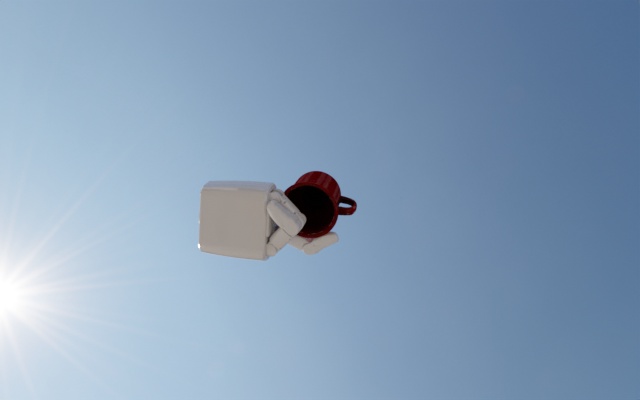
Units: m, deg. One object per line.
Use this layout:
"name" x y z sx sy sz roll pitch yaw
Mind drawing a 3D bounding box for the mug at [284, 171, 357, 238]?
"mug" 0.002 0.002 0.762 0.117 0.093 0.081 5 22 9
